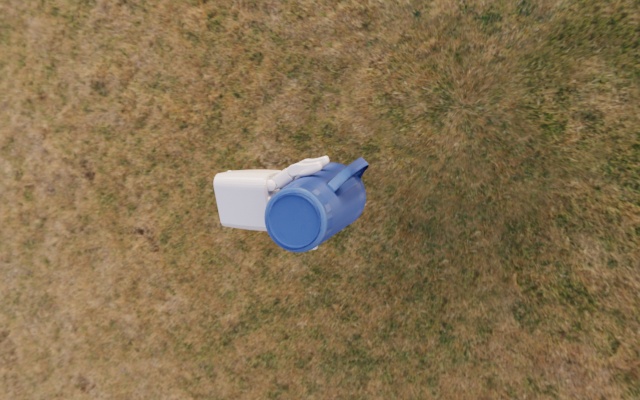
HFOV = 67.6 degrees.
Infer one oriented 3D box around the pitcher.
[{"bbox_3d":[0.000,0.003,0.860,0.145,0.149,0.243,3,11,17],"label":"pitcher"}]
